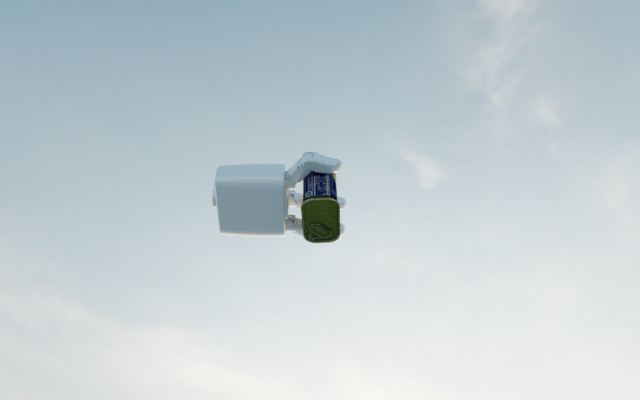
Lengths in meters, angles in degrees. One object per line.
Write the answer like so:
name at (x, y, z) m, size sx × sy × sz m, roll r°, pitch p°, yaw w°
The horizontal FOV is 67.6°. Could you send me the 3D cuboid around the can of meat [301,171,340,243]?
can of meat at (0.000, 0.002, 0.739) m, size 0.057 × 0.083 × 0.102 m, roll -2°, pitch -42°, yaw 1°
